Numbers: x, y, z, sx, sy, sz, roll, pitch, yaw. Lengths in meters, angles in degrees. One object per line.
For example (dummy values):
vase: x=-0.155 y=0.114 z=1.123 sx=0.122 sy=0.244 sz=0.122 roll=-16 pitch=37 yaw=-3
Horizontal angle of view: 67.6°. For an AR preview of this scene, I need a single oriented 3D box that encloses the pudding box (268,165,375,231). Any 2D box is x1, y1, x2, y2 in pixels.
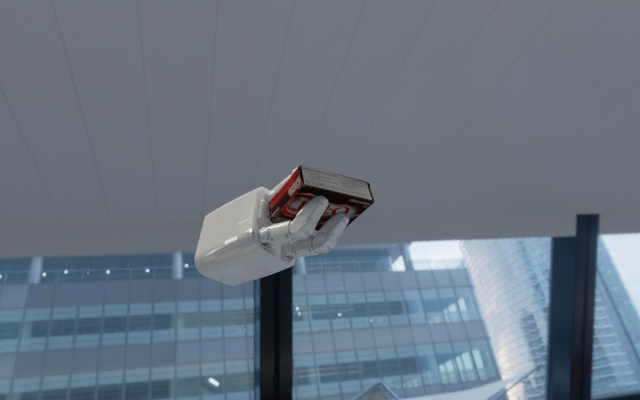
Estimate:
pudding box: x=0.000 y=0.002 z=0.637 sx=0.113 sy=0.039 sz=0.090 roll=10 pitch=-37 yaw=-31
